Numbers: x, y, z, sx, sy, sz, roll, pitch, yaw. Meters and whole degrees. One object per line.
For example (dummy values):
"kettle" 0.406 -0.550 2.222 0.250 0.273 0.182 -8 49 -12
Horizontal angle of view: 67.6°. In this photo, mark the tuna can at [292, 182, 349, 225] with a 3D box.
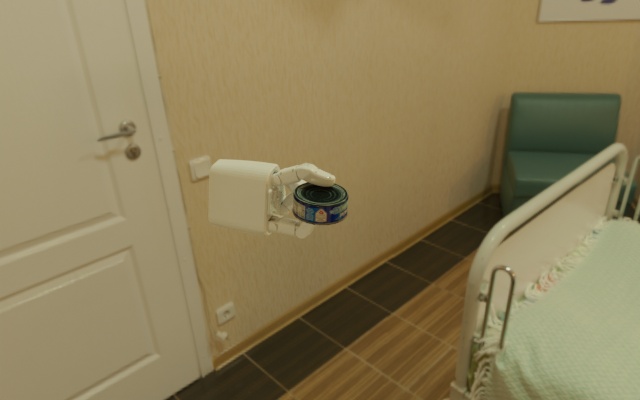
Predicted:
"tuna can" 0.000 0.002 0.731 0.086 0.034 0.086 3 28 -1
